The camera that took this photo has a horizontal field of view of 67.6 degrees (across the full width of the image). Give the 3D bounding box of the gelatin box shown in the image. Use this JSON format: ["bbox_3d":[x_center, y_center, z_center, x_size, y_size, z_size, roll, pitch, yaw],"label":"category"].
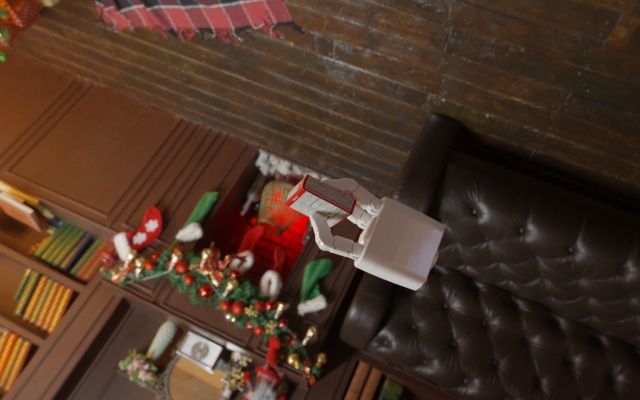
[{"bbox_3d":[0.000,0.003,0.740,0.089,0.030,0.073,27,-29,-14],"label":"gelatin box"}]
